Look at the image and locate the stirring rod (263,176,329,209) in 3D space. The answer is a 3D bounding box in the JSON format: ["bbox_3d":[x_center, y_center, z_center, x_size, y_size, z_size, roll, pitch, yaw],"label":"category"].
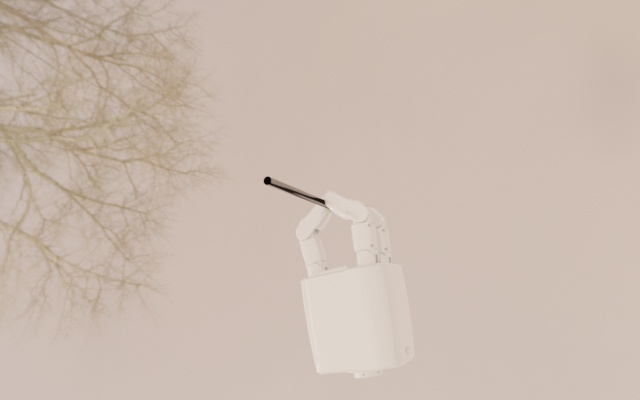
[{"bbox_3d":[0.000,0.002,0.531,0.011,0.011,0.239,0,-9,23],"label":"stirring rod"}]
